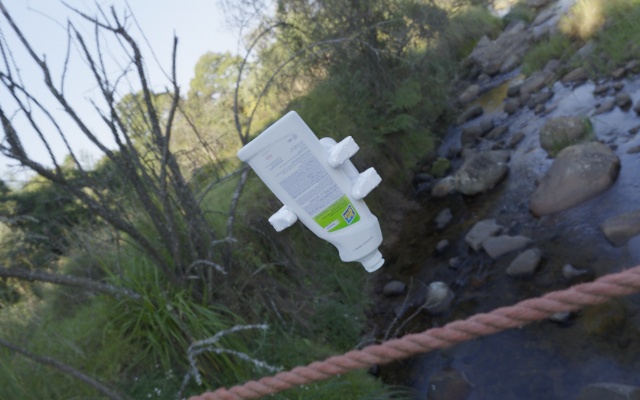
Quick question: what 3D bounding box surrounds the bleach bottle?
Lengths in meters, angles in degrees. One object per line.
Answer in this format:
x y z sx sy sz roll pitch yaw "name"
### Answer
0.000 0.002 0.675 0.102 0.251 0.068 -35 11 10 "bleach bottle"
